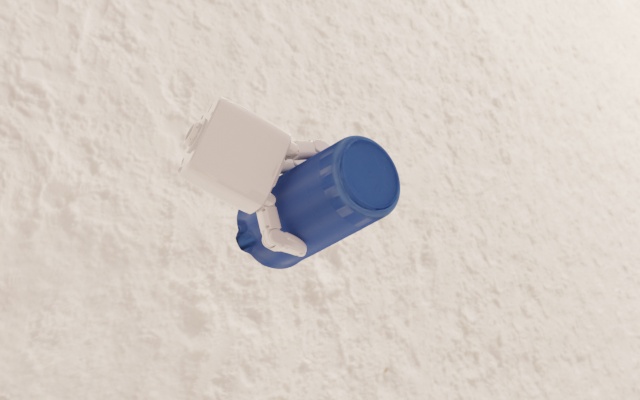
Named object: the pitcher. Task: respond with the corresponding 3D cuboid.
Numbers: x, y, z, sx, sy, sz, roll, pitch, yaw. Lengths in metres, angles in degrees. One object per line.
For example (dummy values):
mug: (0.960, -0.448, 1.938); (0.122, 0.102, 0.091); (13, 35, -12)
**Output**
pitcher: (0.000, 0.002, 0.667); (0.145, 0.149, 0.243); (28, -33, -25)
